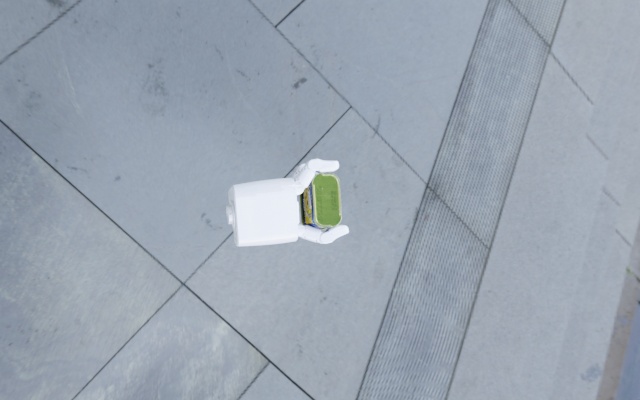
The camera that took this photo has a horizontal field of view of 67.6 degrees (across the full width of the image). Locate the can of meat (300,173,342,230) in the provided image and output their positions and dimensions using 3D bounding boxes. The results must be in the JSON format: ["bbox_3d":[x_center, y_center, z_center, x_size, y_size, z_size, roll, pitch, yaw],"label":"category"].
[{"bbox_3d":[0.000,0.003,0.870,0.057,0.102,0.084,-3,-4,-16],"label":"can of meat"}]
